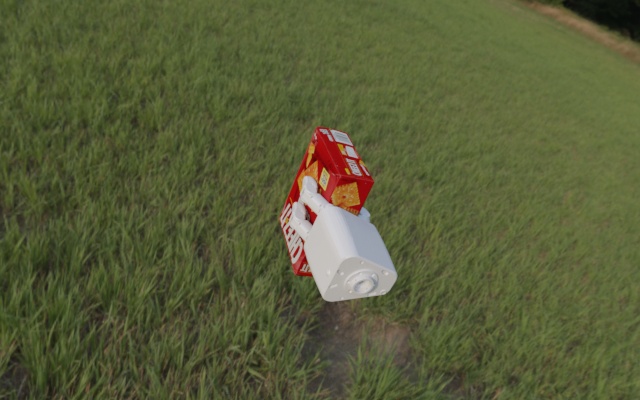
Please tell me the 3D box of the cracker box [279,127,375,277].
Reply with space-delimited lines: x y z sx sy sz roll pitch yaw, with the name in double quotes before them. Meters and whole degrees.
"cracker box" 0.000 0.003 0.836 0.072 0.214 0.164 10 33 -23
